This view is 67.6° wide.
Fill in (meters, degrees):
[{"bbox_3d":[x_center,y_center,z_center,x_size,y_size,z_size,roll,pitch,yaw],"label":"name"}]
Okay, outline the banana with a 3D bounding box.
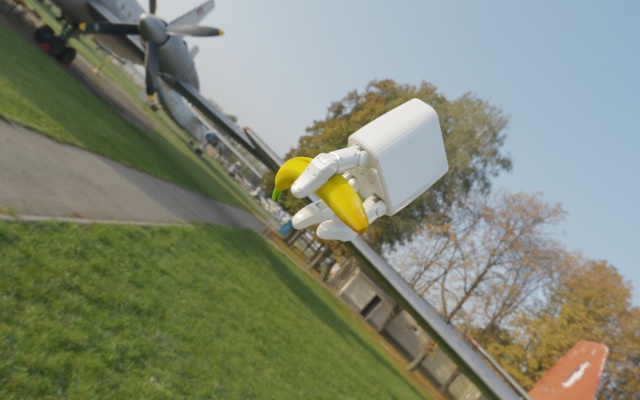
[{"bbox_3d":[-0.004,-0.016,0.590,0.037,0.070,0.197,-20,23,-29],"label":"banana"}]
